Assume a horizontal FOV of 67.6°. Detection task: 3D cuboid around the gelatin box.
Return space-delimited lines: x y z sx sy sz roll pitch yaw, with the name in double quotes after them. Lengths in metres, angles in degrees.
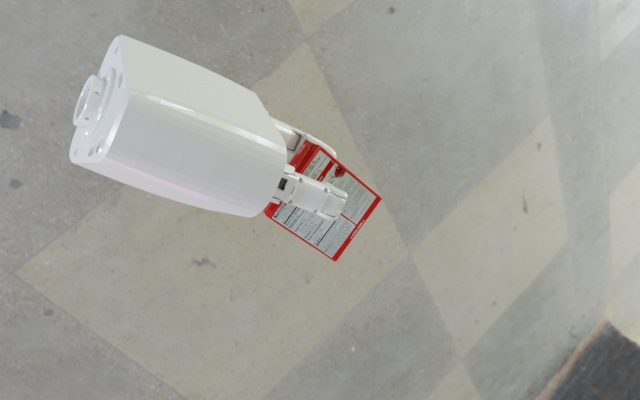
0.001 0.002 0.418 0.089 0.073 0.030 37 -2 -33 "gelatin box"
